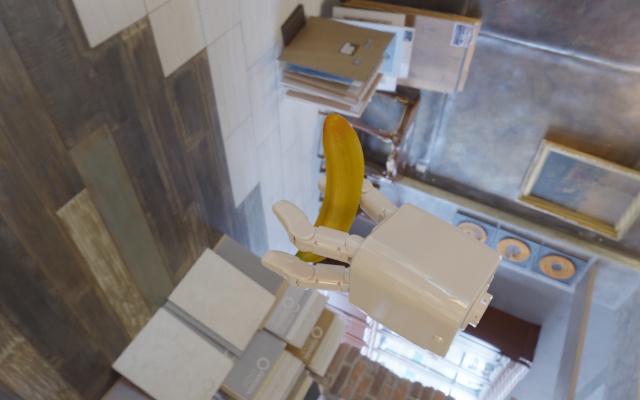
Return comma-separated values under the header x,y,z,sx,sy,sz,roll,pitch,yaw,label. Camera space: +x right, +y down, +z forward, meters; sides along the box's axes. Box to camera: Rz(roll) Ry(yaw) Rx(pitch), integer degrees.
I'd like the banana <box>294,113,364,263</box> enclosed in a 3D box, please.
x,y,z,sx,sy,sz,roll,pitch,yaw,label
0.012,-0.001,0.483,0.037,0.198,0.069,38,40,29,banana
